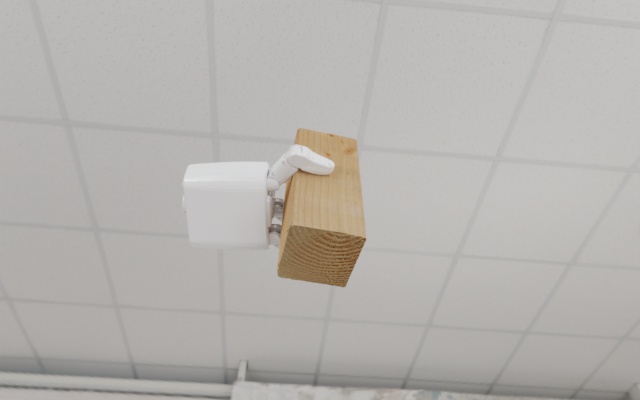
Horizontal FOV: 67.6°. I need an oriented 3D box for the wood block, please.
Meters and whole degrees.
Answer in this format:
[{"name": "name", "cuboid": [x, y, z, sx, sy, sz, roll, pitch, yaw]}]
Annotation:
[{"name": "wood block", "cuboid": [0.000, 0.002, 0.633, 0.090, 0.091, 0.206, 10, 39, -8]}]
